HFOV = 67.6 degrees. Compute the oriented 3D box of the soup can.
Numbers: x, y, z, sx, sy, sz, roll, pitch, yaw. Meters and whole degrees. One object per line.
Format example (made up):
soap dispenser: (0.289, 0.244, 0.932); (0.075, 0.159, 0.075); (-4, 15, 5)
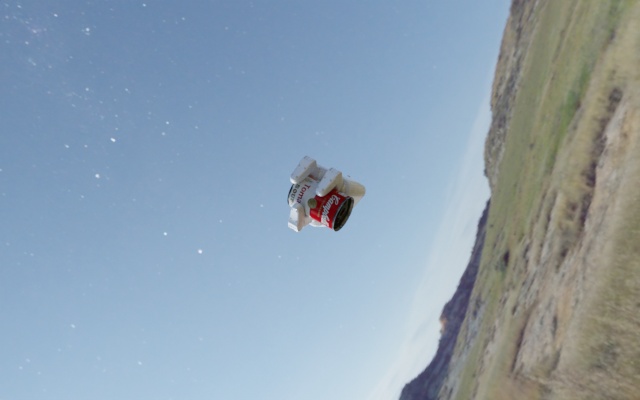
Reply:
soup can: (0.000, 0.003, 0.860); (0.102, 0.068, 0.068); (28, 11, 22)
